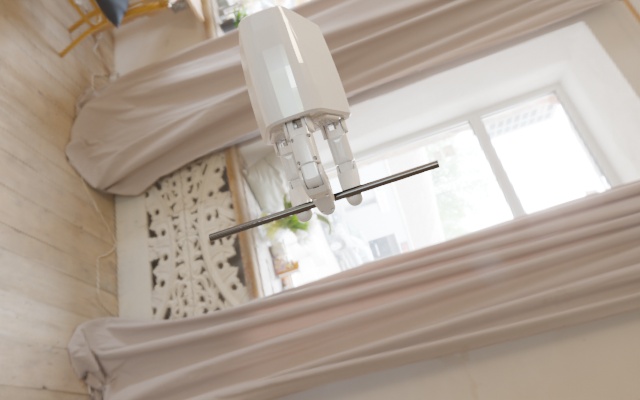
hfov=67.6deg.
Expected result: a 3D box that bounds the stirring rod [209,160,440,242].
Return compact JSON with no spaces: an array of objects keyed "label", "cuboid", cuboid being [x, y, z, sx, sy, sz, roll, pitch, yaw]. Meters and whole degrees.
[{"label":"stirring rod","cuboid":[0.000,0.002,0.475,0.239,0.011,0.011,-18,-3,8]}]
